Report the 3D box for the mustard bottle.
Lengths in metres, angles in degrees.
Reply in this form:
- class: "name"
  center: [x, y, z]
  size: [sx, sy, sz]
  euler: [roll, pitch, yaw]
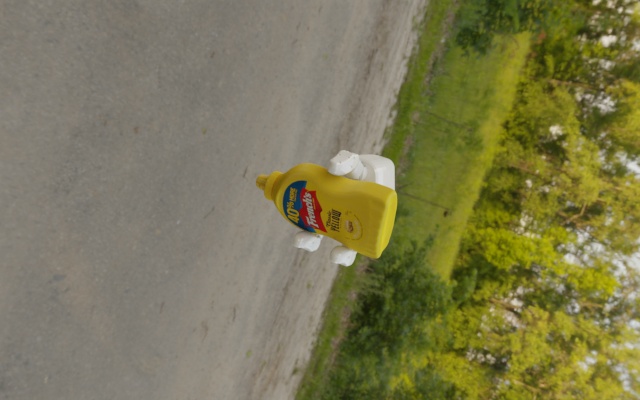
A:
- class: "mustard bottle"
  center: [0.000, 0.002, 0.625]
  size: [0.191, 0.096, 0.058]
  euler: [20, 41, 21]
